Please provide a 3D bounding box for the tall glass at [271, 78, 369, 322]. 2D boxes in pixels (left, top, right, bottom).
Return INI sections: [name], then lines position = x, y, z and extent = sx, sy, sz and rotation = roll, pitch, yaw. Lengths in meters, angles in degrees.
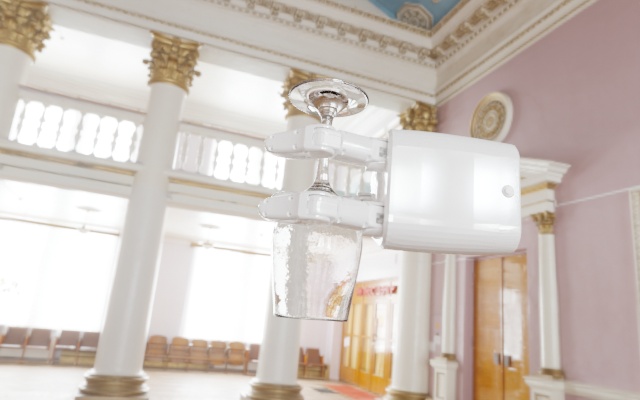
[tall glass]
position = 0.000, 0.001, 0.417
extent = 0.079, 0.201, 0.079
rotation = 5, -15, 1
